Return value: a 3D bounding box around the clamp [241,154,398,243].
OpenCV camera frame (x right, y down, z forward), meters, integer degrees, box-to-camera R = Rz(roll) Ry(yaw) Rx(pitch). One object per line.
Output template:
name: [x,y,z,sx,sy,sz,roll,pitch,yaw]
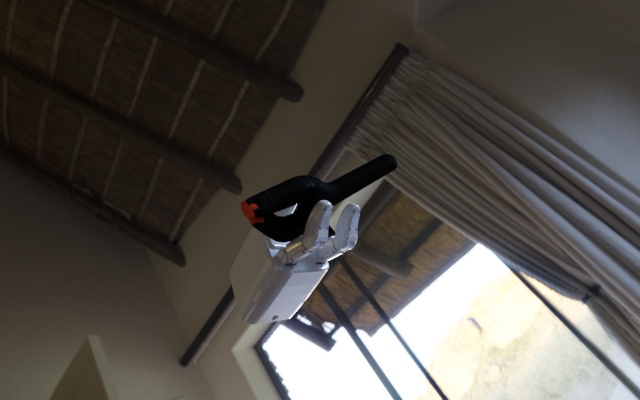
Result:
clamp: [-0.001,0.002,0.594,0.210,0.165,0.036,5,35,-46]
